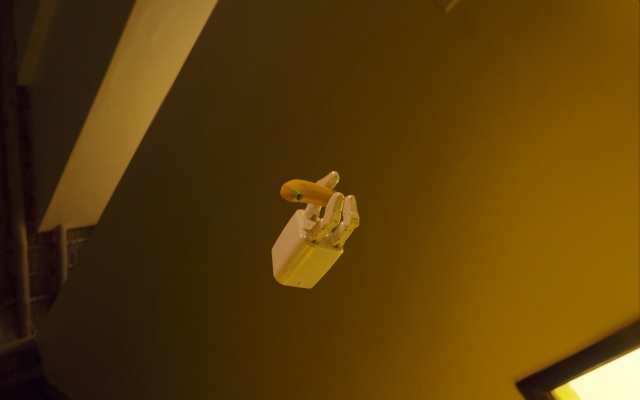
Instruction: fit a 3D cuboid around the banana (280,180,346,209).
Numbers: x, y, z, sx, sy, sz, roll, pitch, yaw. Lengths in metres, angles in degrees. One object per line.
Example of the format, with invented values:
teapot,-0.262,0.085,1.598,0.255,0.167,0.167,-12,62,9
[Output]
banana,-0.015,-0.008,0.835,0.069,0.037,0.198,37,14,25
